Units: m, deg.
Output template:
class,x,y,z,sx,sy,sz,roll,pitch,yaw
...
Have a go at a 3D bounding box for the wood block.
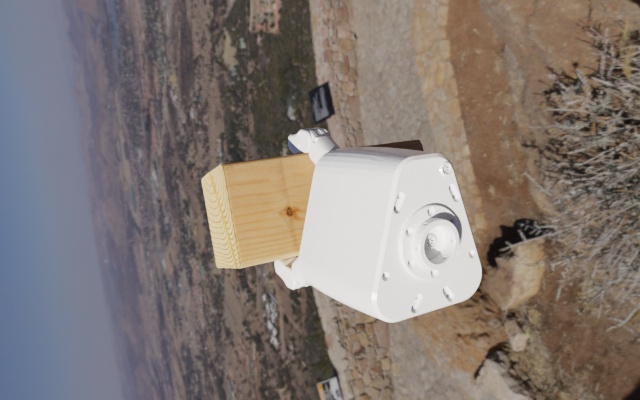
class,x,y,z,sx,sy,sz,roll,pitch,yaw
wood block,0.000,0.001,0.473,0.206,0.091,0.090,-9,-2,-26
